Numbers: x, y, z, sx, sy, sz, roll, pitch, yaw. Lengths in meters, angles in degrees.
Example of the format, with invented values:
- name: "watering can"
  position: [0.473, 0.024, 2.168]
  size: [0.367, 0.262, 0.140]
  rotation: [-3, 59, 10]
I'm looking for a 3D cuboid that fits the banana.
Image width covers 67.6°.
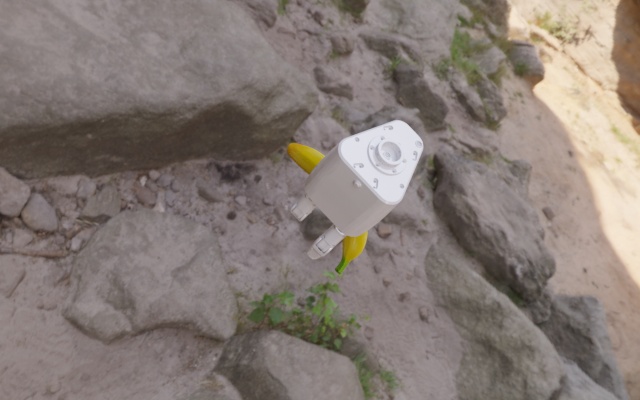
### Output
- name: "banana"
  position: [0.019, -0.001, 0.670]
  size: [0.069, 0.197, 0.037]
  rotation: [-21, -9, -11]
